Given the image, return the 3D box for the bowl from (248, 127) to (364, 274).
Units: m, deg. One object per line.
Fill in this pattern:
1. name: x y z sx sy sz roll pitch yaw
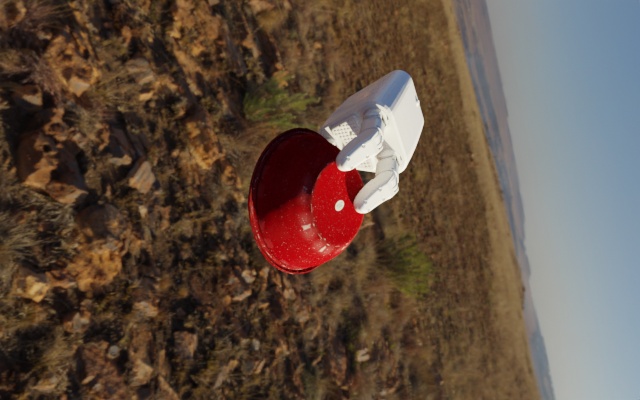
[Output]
1. bowl: 0.000 0.003 0.513 0.055 0.162 0.162 3 2 40
